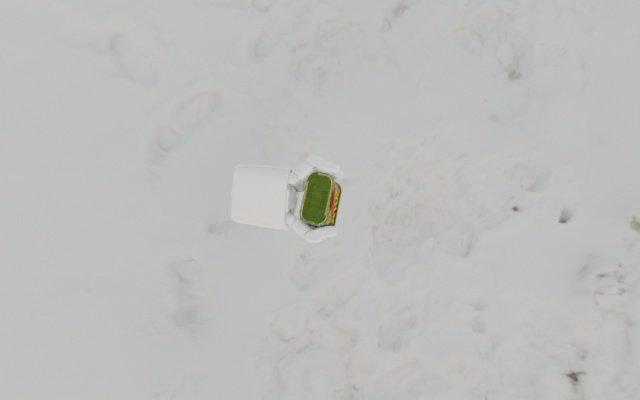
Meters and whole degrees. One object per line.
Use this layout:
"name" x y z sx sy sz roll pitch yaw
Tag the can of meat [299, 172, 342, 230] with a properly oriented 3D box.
"can of meat" 0.000 0.003 0.894 0.057 0.102 0.084 10 -9 12
